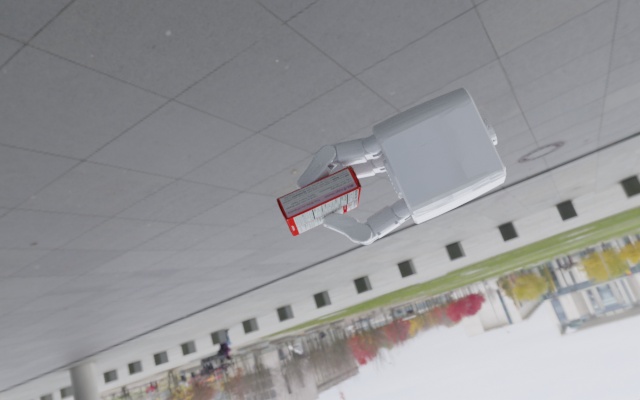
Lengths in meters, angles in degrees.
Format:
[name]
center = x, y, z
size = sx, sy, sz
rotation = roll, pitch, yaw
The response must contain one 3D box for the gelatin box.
[gelatin box]
center = 0.000, 0.002, 0.533
size = 0.089, 0.030, 0.073
rotation = -25, -17, -5
